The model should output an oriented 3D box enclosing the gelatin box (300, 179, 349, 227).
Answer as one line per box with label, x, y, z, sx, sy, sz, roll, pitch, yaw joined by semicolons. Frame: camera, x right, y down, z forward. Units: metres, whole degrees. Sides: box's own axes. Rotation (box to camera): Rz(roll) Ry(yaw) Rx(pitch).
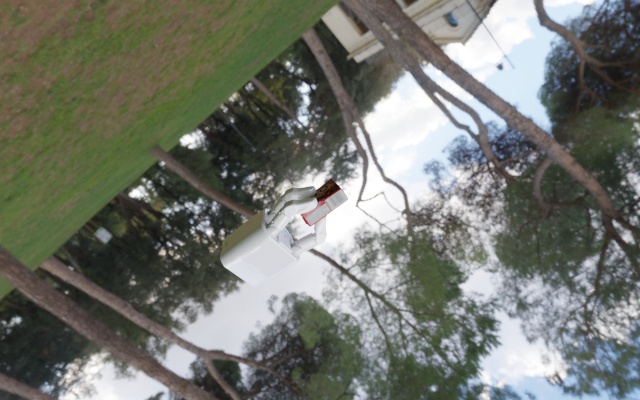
gelatin box;0.001;0.003;0.874;0.089;0.030;0.073;-35;21;-2
